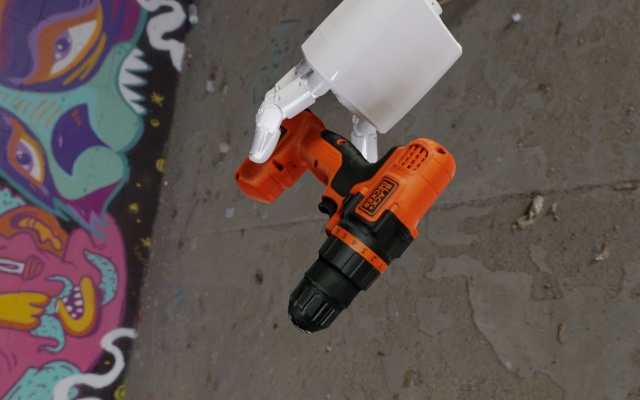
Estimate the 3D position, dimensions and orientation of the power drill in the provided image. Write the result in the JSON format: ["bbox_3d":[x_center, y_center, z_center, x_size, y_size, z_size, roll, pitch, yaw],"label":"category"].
[{"bbox_3d":[0.000,0.001,0.430,0.187,0.184,0.057,35,-9,42],"label":"power drill"}]
